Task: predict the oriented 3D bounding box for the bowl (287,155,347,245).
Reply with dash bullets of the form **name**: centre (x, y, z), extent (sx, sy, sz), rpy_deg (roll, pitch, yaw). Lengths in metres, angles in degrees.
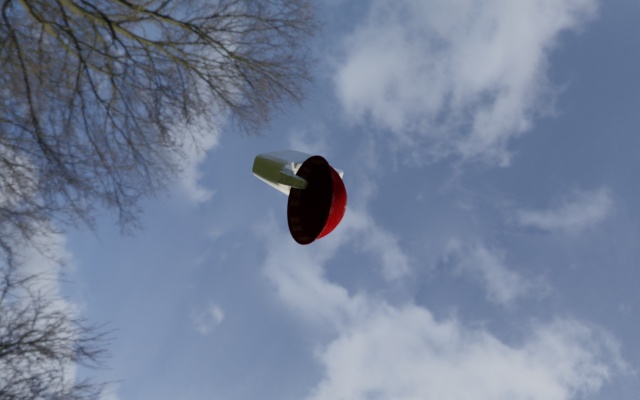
- **bowl**: centre (0.001, 0.004, 0.858), extent (0.055, 0.162, 0.162), rpy_deg (11, -6, -30)
